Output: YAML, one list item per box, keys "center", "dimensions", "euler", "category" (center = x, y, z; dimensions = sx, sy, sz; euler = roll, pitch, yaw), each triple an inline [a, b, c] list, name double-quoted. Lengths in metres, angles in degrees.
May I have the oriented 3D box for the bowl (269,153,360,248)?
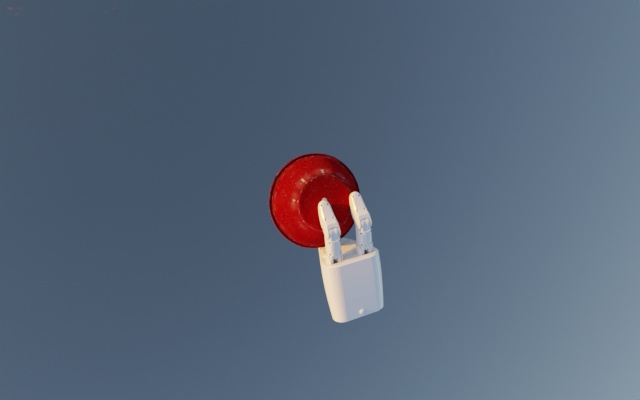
- center: [0.000, 0.001, 0.780]
  dimensions: [0.162, 0.162, 0.055]
  euler: [0, 4, -18]
  category: "bowl"
